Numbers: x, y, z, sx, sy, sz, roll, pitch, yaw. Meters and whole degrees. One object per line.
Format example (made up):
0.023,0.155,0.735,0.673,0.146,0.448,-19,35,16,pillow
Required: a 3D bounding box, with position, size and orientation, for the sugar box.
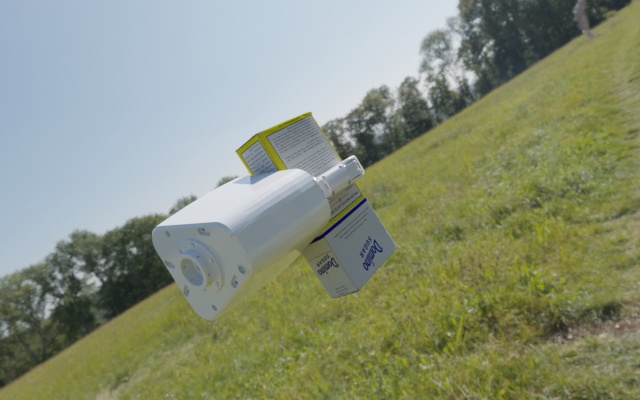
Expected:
0.000,0.002,0.487,0.048,0.176,0.093,-27,6,41,sugar box
